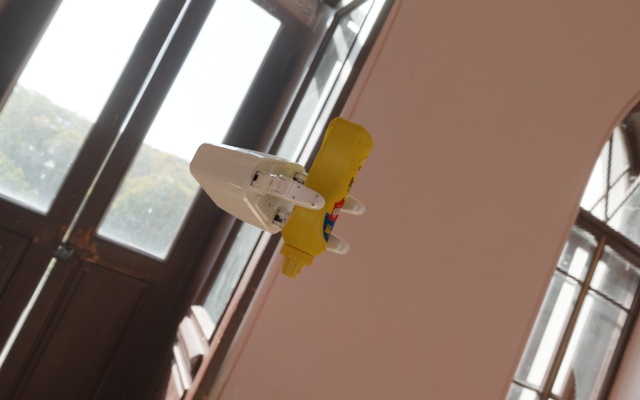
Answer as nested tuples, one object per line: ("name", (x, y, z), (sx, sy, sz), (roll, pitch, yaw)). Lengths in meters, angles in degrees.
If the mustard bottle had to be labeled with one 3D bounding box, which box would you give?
("mustard bottle", (0.000, 0.002, 0.573), (0.058, 0.191, 0.096), (24, -7, 8))
